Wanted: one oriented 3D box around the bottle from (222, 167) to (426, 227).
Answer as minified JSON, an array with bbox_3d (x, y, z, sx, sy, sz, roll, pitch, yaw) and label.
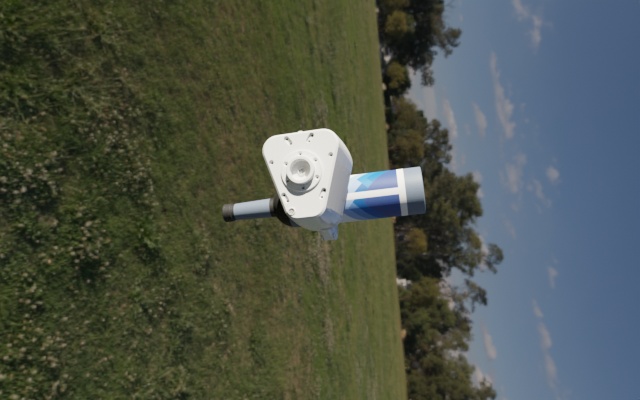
[{"bbox_3d":[0.000,0.002,0.698,0.296,0.069,0.069,-7,-1,9],"label":"bottle"}]
